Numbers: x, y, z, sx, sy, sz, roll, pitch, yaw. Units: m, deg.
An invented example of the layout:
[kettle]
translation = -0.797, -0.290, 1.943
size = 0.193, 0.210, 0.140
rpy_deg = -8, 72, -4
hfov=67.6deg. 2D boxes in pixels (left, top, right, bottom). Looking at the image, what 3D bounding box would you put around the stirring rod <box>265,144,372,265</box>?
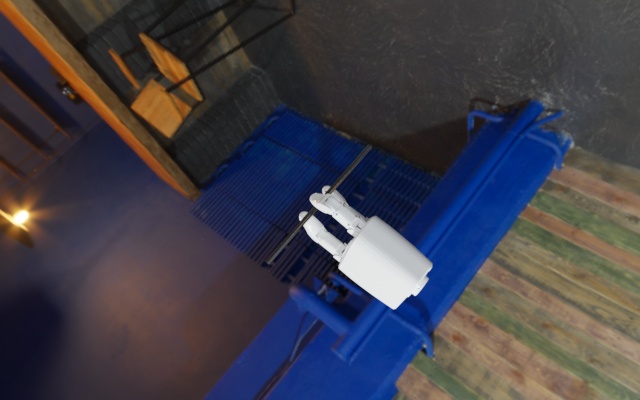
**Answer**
[stirring rod]
translation = 0.000, 0.002, 0.713
size = 0.011, 0.239, 0.011
rpy_deg = 38, -15, 13
